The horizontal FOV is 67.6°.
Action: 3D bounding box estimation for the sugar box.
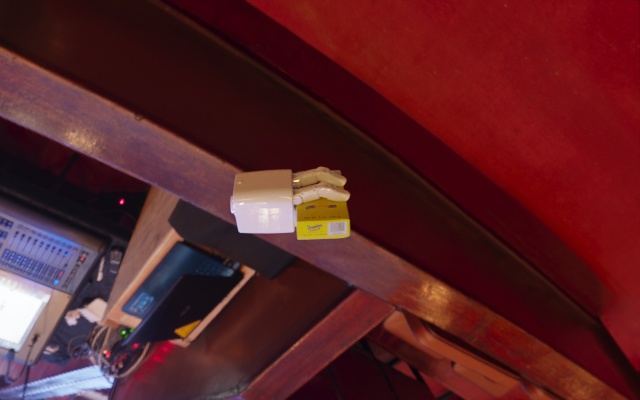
[{"bbox_3d":[0.000,0.003,0.890,0.093,0.048,0.176,-2,35,-3],"label":"sugar box"}]
